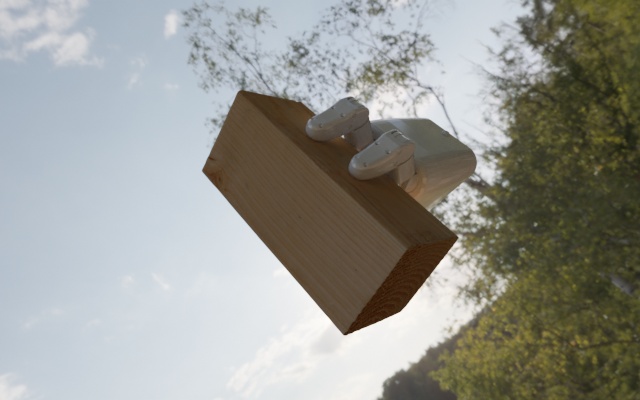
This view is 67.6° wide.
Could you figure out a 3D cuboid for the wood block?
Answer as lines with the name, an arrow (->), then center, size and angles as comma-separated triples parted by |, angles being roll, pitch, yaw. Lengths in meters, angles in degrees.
wood block -> 0.000, 0.001, 0.414 | 0.090, 0.091, 0.206 | -3, 40, -51
